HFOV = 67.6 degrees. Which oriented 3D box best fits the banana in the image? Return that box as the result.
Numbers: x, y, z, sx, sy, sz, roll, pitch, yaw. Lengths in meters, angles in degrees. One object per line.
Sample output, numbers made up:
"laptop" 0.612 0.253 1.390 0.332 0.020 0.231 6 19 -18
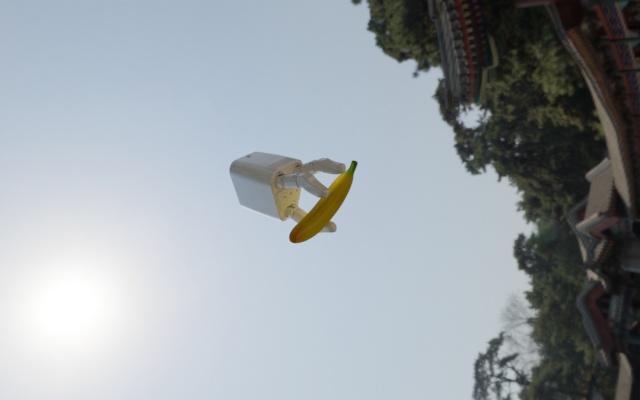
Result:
"banana" 0.003 0.012 0.827 0.037 0.197 0.070 24 -33 23
